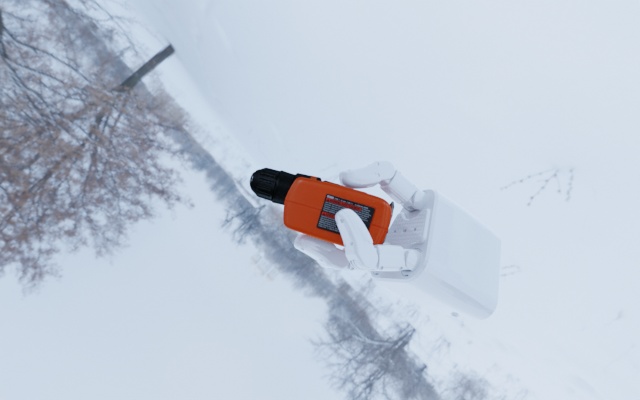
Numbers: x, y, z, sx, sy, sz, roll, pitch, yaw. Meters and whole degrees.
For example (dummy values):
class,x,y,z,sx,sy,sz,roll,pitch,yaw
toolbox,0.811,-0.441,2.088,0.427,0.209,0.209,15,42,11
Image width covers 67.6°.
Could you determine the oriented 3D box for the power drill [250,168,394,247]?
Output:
class,x,y,z,sx,sy,sz,roll,pitch,yaw
power drill,0.000,0.002,0.548,0.184,0.057,0.187,14,5,-2
